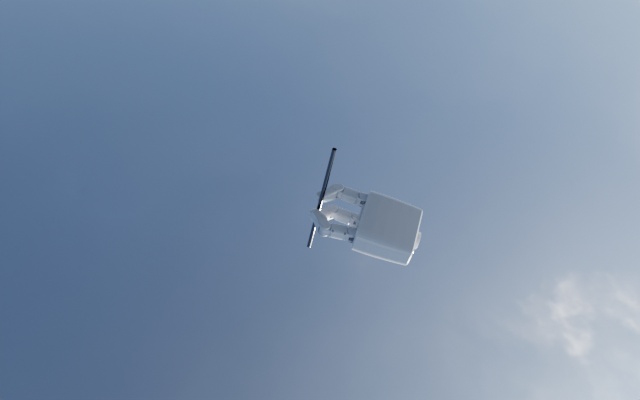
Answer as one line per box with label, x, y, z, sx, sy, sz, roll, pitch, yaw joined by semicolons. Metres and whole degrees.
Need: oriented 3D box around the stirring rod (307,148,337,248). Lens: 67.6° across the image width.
stirring rod;0.000;0.003;0.867;0.011;0.240;0.011;8;42;-7
